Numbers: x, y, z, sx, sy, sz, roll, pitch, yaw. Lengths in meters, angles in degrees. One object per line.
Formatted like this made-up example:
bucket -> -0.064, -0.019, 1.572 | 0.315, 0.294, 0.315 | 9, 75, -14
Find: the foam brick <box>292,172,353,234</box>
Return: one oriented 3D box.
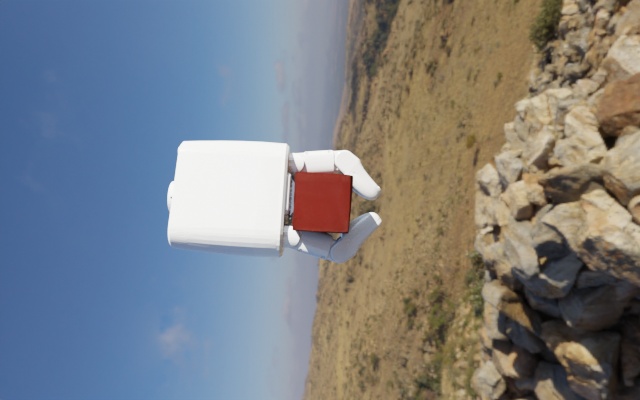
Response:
foam brick -> 0.000, 0.001, 0.451 | 0.051, 0.053, 0.078 | 4, 0, -2
